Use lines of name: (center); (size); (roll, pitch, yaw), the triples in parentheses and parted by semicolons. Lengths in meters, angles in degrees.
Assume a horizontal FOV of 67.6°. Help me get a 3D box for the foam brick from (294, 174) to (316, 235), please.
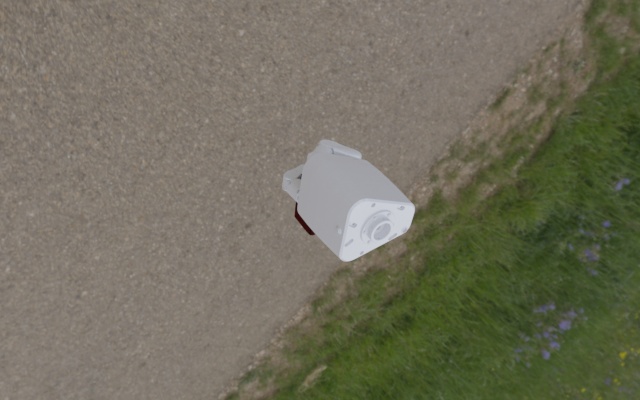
foam brick: (0.000, 0.002, 0.686); (0.053, 0.078, 0.051); (-12, 39, -29)
